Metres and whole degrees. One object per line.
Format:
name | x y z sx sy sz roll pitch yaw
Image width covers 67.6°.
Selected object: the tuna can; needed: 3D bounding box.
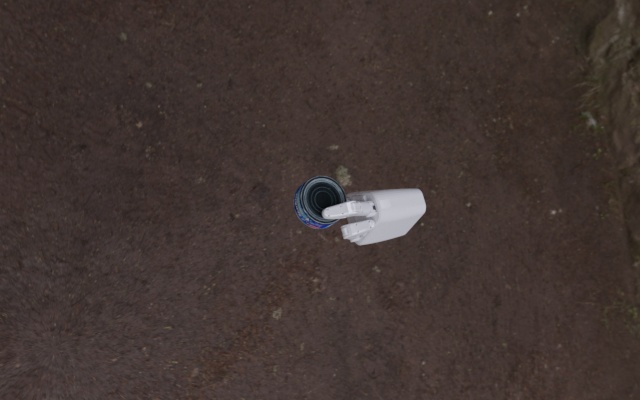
tuna can | 0.000 0.002 0.797 0.086 0.086 0.034 0 -14 -23
